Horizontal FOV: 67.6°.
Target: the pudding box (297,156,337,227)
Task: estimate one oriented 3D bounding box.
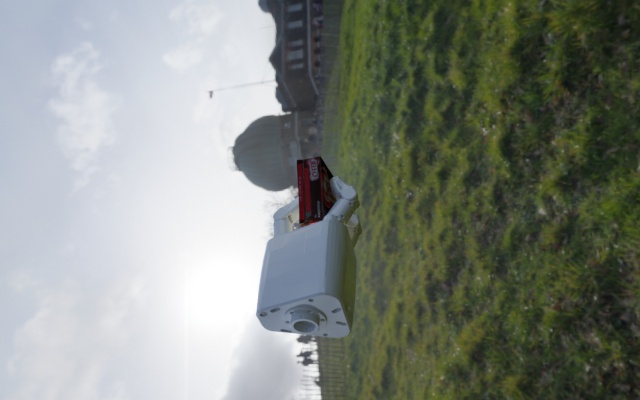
[{"bbox_3d":[0.000,0.002,0.654,0.039,0.090,0.113,-6,-18,11],"label":"pudding box"}]
